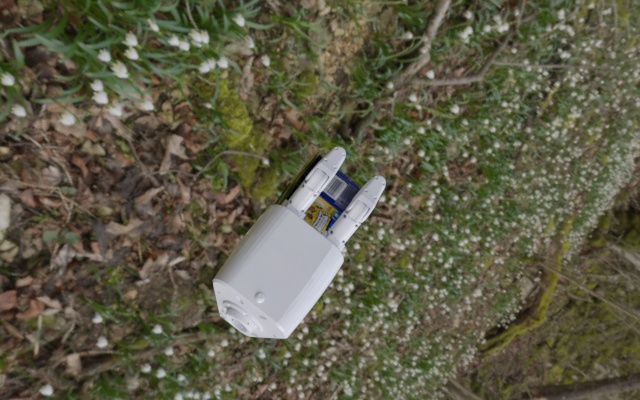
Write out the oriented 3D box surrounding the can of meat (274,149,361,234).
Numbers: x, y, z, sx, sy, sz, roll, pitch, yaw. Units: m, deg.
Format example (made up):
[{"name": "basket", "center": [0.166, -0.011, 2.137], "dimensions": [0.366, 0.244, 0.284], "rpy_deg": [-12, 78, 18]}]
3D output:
[{"name": "can of meat", "center": [0.000, 0.002, 0.567], "dimensions": [0.084, 0.057, 0.102], "rpy_deg": [39, -35, -1]}]
